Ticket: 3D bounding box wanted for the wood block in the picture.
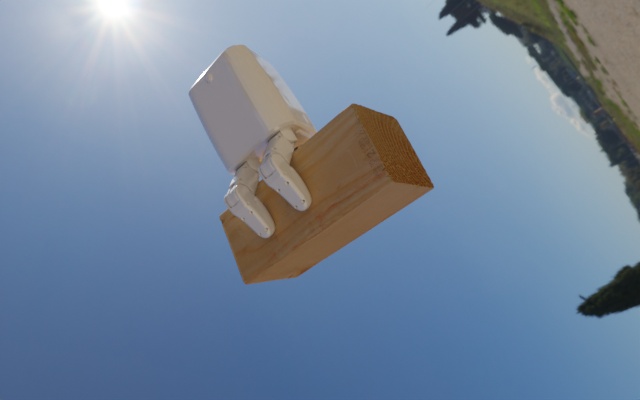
[{"bbox_3d":[0.000,0.001,0.507,0.206,0.090,0.091,-37,-22,31],"label":"wood block"}]
